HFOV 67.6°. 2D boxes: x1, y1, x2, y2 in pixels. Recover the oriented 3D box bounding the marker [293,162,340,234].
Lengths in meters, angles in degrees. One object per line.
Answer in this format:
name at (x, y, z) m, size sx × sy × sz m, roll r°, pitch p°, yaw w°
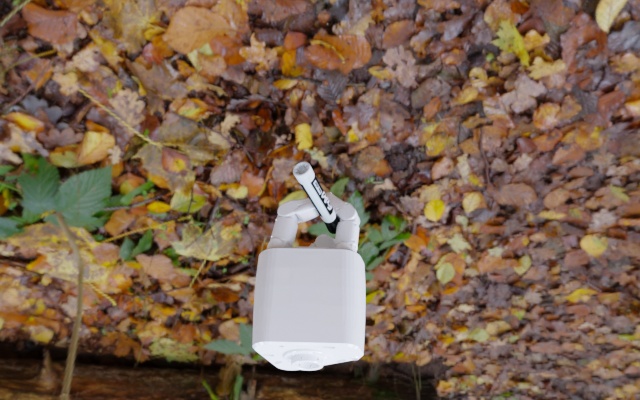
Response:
marker at (0.000, 0.002, 0.525) m, size 0.020 × 0.020 × 0.121 m, roll 0°, pitch -34°, yaw 23°
